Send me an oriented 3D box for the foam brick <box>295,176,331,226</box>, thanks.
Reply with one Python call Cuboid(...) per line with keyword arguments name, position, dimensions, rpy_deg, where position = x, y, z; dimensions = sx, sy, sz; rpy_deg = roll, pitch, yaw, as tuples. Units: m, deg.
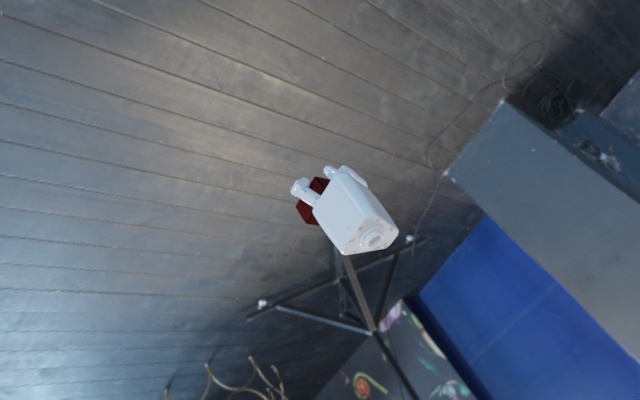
Cuboid(name="foam brick", position=(0.000, 0.003, 0.891), dimensions=(0.053, 0.078, 0.051), rpy_deg=(10, 34, -41))
